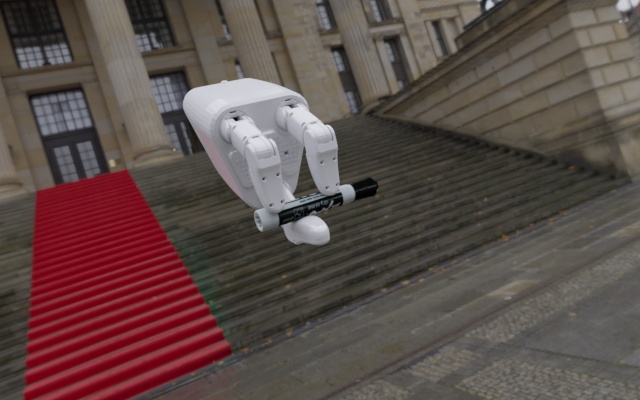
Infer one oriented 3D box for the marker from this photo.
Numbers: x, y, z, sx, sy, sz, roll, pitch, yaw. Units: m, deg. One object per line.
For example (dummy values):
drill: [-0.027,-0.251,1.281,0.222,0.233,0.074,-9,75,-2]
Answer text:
marker: [0.000,0.001,0.425,0.121,0.020,0.020,-17,8,-25]
